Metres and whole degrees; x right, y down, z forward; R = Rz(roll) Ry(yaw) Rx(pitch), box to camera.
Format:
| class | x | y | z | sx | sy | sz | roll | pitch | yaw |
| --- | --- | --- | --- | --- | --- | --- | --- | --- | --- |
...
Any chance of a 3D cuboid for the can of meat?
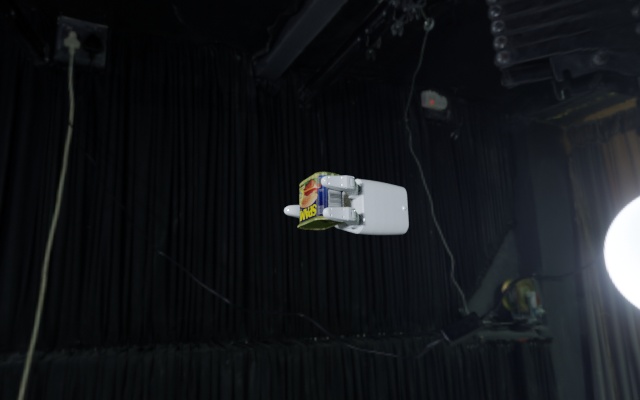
| class | x | y | z | sx | sy | sz | roll | pitch | yaw |
| --- | --- | --- | --- | --- | --- | --- | --- | --- | --- |
| can of meat | 0.000 | 0.002 | 0.849 | 0.057 | 0.084 | 0.102 | 6 | -15 | -25 |
